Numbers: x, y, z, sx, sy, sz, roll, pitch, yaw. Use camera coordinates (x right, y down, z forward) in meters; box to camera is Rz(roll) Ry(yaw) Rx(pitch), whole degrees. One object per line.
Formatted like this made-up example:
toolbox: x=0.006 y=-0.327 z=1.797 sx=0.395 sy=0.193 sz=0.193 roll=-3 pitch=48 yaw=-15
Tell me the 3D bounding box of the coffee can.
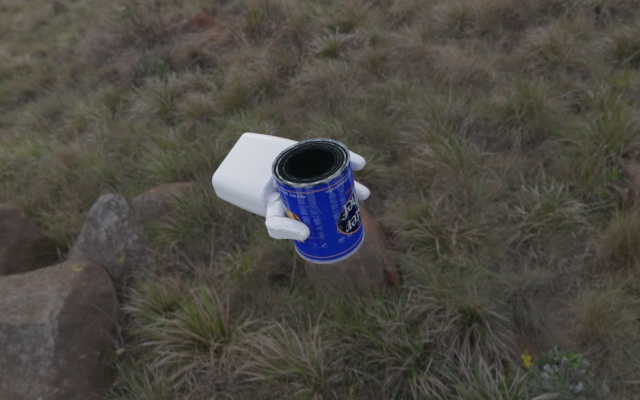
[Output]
coffee can: x=0.000 y=0.002 z=0.649 sx=0.103 sy=0.140 sz=0.102 roll=-8 pitch=40 yaw=7
